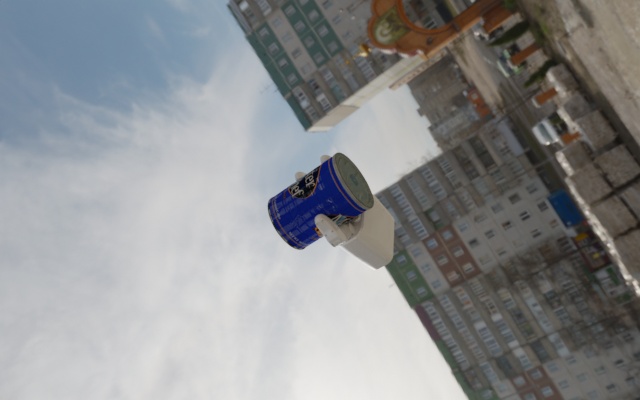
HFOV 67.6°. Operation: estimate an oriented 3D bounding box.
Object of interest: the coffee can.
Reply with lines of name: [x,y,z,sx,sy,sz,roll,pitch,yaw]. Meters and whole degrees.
coffee can: [0.000,0.002,0.772,0.140,0.102,0.103,-33,-13,22]
